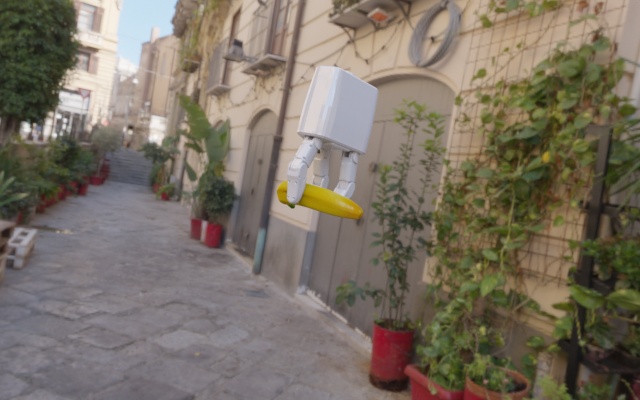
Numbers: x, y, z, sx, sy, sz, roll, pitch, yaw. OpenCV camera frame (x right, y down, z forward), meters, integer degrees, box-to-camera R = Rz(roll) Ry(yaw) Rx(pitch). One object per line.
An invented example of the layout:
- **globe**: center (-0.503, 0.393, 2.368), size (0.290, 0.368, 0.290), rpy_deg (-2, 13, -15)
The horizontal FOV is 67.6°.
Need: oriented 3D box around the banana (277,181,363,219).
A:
- **banana**: center (-0.016, -0.004, 0.726), size (0.070, 0.037, 0.198), rpy_deg (23, -7, -33)
